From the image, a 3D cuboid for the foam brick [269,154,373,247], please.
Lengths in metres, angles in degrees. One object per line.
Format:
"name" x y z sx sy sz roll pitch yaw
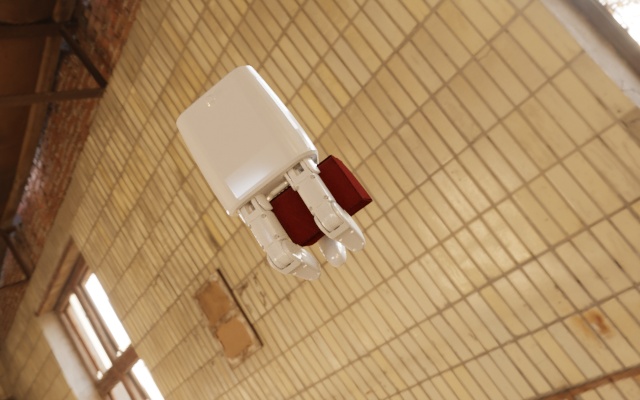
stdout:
"foam brick" 0.000 0.001 0.449 0.078 0.051 0.053 -37 -11 10
